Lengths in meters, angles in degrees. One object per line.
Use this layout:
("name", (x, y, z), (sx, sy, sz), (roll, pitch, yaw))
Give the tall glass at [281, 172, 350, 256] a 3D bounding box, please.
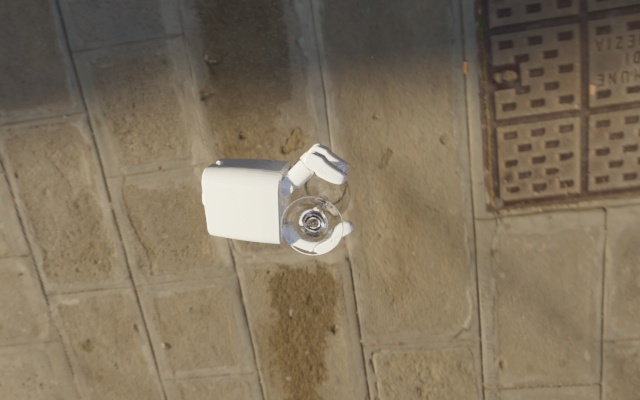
("tall glass", (0.000, 0.002, 0.652), (0.079, 0.079, 0.201), (0, 17, 7))
